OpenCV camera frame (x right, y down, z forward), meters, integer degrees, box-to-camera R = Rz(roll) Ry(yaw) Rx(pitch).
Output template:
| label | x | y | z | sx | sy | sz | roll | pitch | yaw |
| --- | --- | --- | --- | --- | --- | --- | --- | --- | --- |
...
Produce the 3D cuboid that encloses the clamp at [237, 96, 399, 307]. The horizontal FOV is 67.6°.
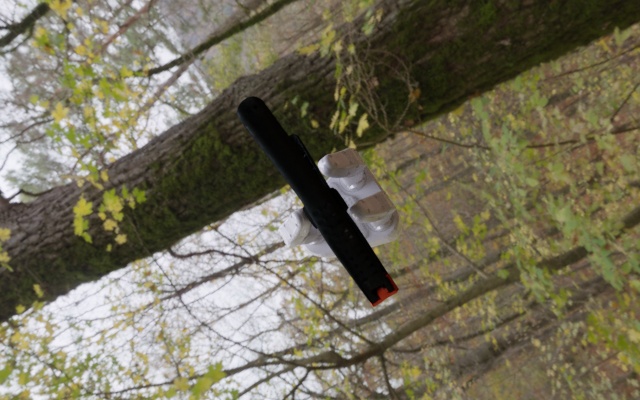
| label | x | y | z | sx | sy | sz | roll | pitch | yaw |
| --- | --- | --- | --- | --- | --- | --- | --- | --- | --- |
| clamp | 0.000 | 0.002 | 0.441 | 0.036 | 0.210 | 0.164 | -34 | -15 | 6 |
